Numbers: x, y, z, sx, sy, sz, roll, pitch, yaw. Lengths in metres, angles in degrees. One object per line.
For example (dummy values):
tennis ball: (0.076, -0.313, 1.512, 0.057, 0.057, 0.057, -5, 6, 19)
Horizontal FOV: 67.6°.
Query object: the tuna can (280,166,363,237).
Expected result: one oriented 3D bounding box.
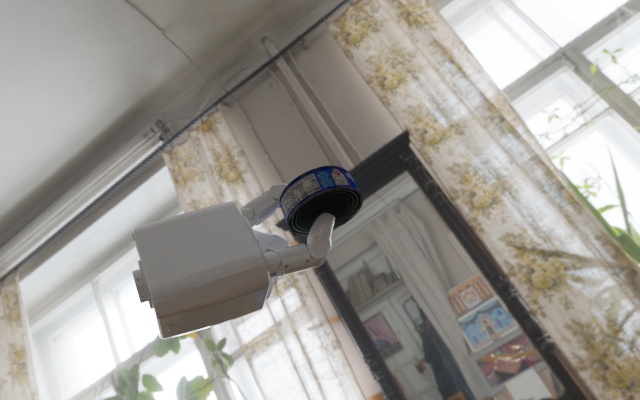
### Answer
tuna can: (0.000, 0.001, 0.515, 0.086, 0.033, 0.086, -18, -30, -11)
